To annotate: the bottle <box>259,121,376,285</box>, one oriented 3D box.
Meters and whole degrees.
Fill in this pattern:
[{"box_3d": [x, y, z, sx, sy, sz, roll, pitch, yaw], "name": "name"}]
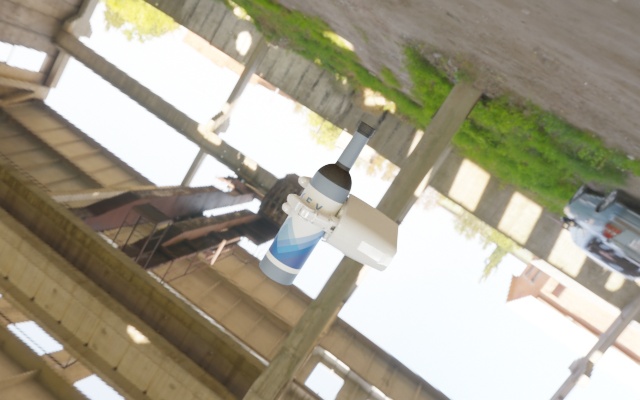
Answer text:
[{"box_3d": [0.000, 0.003, 0.790, 0.069, 0.296, 0.069, 31, 11, -7], "name": "bottle"}]
